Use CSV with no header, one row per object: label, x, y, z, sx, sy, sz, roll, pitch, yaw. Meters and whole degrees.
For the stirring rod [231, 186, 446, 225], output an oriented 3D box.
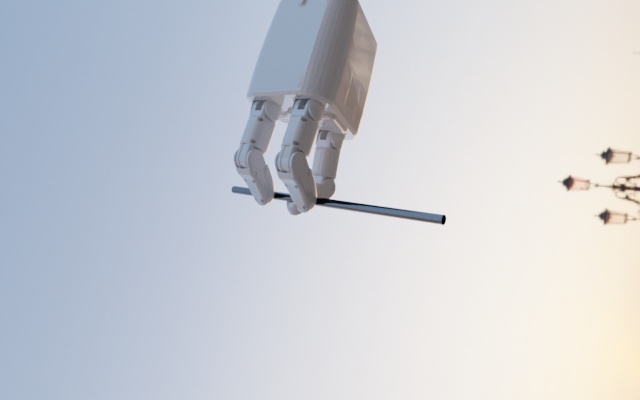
stirring rod,0.000,0.001,0.432,0.239,0.011,0.011,8,5,40
